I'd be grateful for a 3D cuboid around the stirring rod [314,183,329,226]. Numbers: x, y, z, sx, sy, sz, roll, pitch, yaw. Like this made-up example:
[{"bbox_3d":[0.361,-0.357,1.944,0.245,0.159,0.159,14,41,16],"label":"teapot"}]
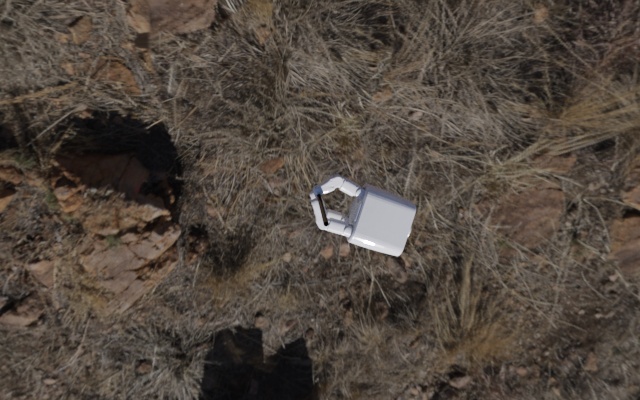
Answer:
[{"bbox_3d":[0.000,0.003,0.859,0.011,0.011,0.239,0,16,-4],"label":"stirring rod"}]
